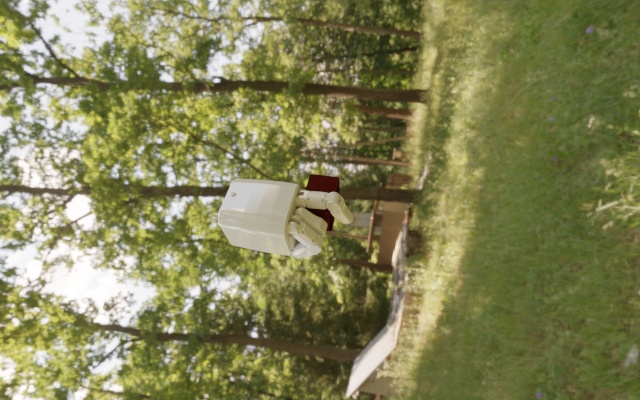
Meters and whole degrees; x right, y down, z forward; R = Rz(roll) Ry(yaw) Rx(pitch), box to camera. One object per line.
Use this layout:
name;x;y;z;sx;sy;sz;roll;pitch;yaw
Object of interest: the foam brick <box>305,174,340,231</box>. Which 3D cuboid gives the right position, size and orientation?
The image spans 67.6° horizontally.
foam brick;0.000;0.002;0.780;0.051;0.078;0.053;7;-43;8
